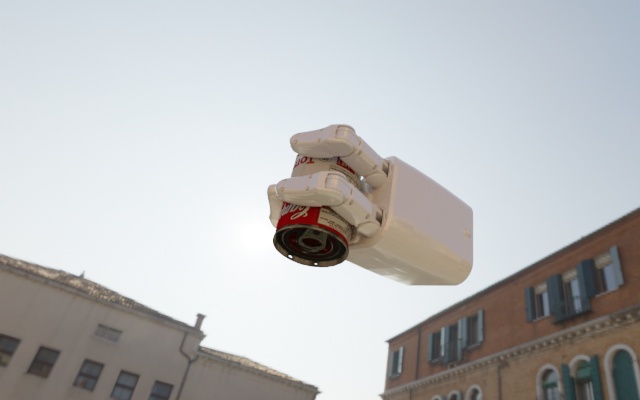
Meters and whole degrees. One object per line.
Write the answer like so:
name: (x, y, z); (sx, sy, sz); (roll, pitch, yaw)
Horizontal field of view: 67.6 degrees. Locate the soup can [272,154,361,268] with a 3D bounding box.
soup can: (0.000, 0.001, 0.445); (0.068, 0.102, 0.069); (9, -35, 6)
